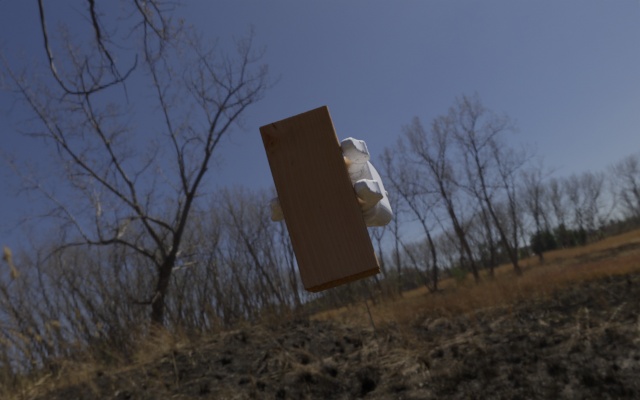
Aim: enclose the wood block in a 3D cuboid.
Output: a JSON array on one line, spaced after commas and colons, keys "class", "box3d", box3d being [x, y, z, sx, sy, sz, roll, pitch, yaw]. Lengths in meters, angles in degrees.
[{"class": "wood block", "box3d": [0.000, 0.002, 0.599, 0.091, 0.206, 0.090, -18, -15, 3]}]
